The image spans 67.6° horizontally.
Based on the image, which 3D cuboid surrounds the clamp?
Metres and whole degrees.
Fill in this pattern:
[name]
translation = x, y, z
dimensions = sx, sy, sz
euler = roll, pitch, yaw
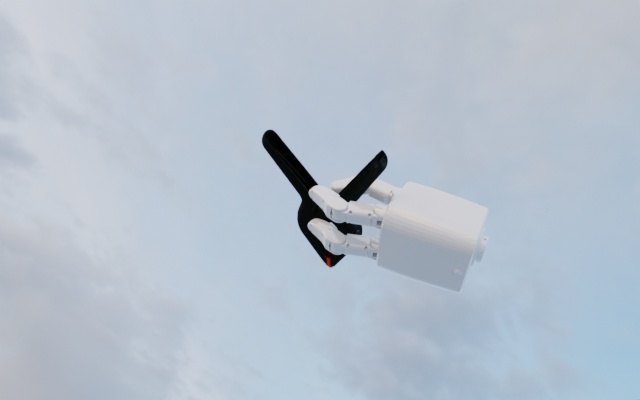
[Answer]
[clamp]
translation = 0.001, 0.002, 0.629
dimensions = 0.164, 0.210, 0.036
euler = 20, 45, 20
